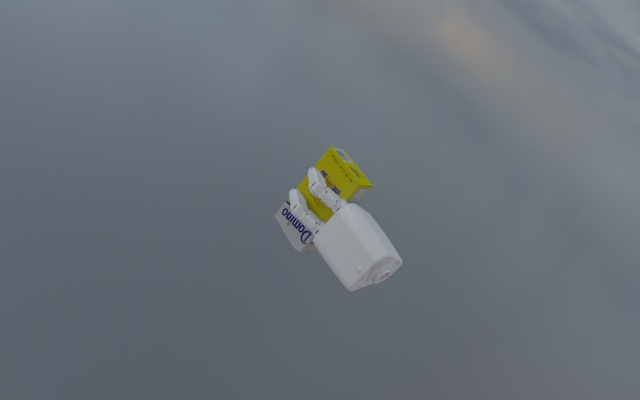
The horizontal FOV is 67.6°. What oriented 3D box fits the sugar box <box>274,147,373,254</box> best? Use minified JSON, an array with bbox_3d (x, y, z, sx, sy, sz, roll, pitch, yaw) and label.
[{"bbox_3d":[0.000,0.003,0.823,0.048,0.093,0.176,5,-48,-53],"label":"sugar box"}]
